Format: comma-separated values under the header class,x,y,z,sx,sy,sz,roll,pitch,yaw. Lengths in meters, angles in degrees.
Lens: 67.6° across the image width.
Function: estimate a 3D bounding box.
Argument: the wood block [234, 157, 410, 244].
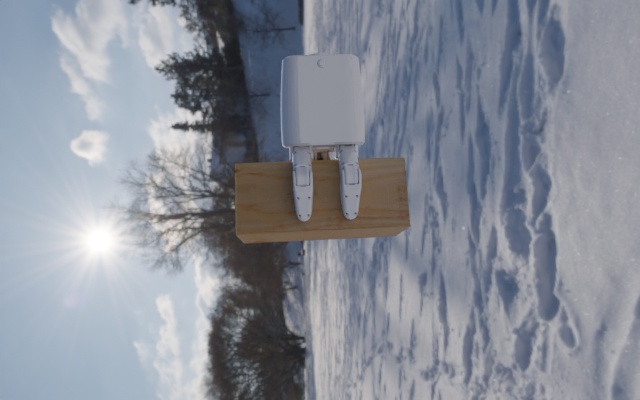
class,x,y,z,sx,sy,sz,roll,pitch,yaw
wood block,0.000,0.002,0.609,0.206,0.090,0.091,-2,-11,-3
